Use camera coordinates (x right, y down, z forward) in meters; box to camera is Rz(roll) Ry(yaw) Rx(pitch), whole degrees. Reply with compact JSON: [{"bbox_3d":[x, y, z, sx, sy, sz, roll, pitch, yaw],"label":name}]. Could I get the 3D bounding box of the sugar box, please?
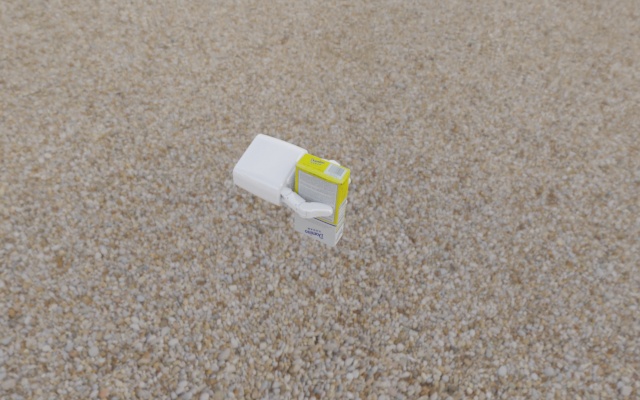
[{"bbox_3d":[0.000,0.002,0.896,0.093,0.176,0.048,23,51,17],"label":"sugar box"}]
